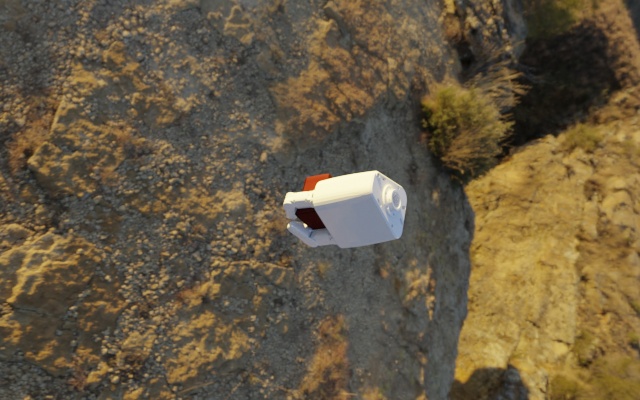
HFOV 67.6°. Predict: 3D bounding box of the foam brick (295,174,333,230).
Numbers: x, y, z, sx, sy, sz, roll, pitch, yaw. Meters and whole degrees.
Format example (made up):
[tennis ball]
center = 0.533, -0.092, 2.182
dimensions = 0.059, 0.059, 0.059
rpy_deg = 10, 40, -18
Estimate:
[foam brick]
center = 0.000, 0.002, 0.801
dimensions = 0.051, 0.078, 0.053
rpy_deg = -11, -40, 35
